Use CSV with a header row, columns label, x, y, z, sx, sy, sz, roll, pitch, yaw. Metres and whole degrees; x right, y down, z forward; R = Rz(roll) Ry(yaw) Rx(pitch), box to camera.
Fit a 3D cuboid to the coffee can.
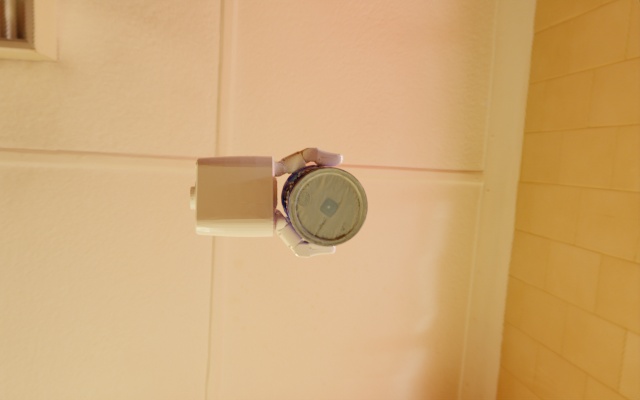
label,x,y,z,sx,sy,sz,roll,pitch,yaw
coffee can,0.000,0.002,0.674,0.103,0.103,0.140,0,5,-9
